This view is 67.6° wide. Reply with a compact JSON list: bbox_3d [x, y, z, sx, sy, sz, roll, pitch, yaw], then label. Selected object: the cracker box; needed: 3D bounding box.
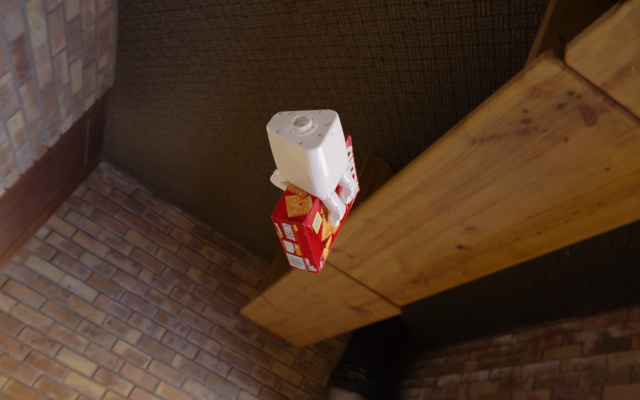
[{"bbox_3d":[0.000,0.003,0.882,0.072,0.213,0.164,14,-34,21],"label":"cracker box"}]
